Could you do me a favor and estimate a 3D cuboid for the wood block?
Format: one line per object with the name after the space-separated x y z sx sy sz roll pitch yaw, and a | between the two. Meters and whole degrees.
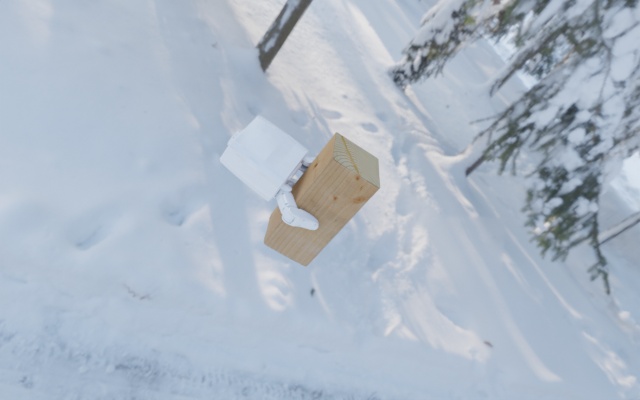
0.000 0.002 0.796 0.090 0.206 0.090 31 32 -16 | wood block
